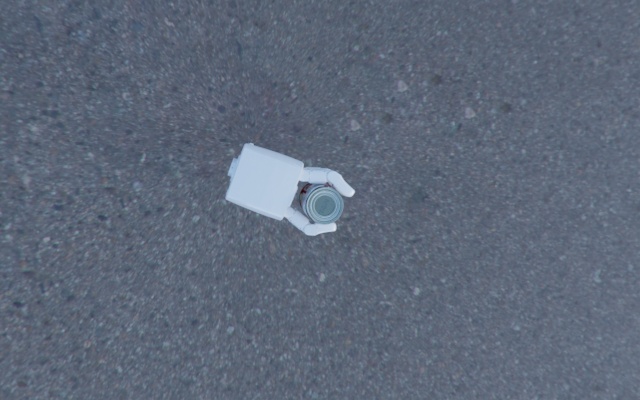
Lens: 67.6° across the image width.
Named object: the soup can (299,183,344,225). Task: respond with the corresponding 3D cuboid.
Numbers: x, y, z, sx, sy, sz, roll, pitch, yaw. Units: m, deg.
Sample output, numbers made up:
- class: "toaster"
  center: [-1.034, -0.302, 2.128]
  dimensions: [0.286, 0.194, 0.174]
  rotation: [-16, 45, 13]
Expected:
- class: "soup can"
  center: [0.001, 0.003, 0.858]
  dimensions: [0.068, 0.068, 0.102]
  rotation: [0, 7, -8]
